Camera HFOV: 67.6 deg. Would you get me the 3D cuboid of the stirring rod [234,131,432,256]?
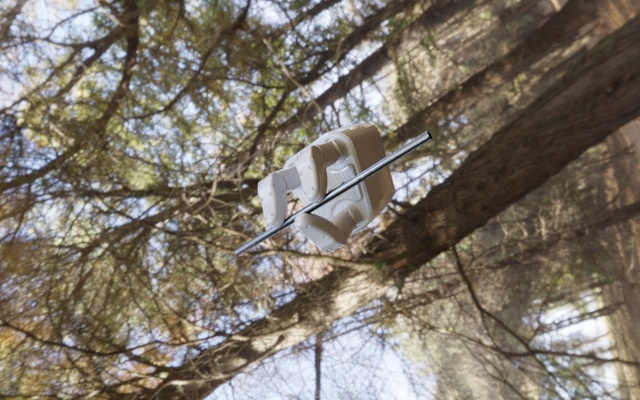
[{"bbox_3d":[0.000,0.001,0.448,0.239,0.011,0.011,-32,-17,30],"label":"stirring rod"}]
